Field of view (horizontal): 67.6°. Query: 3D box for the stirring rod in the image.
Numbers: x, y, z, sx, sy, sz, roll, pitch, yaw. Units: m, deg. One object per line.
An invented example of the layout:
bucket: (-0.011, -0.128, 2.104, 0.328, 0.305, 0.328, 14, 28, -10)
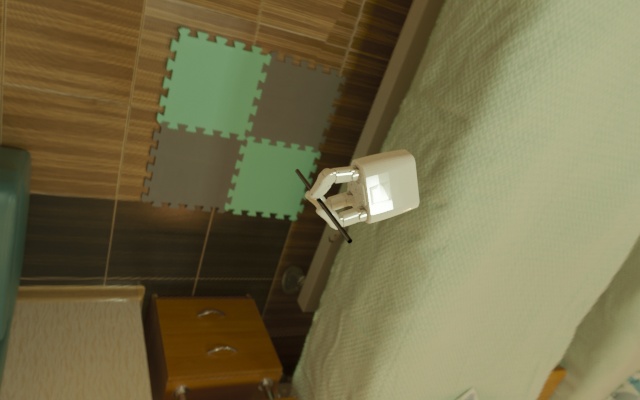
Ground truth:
stirring rod: (0.000, 0.003, 0.825, 0.011, 0.011, 0.239, 0, 30, -26)
